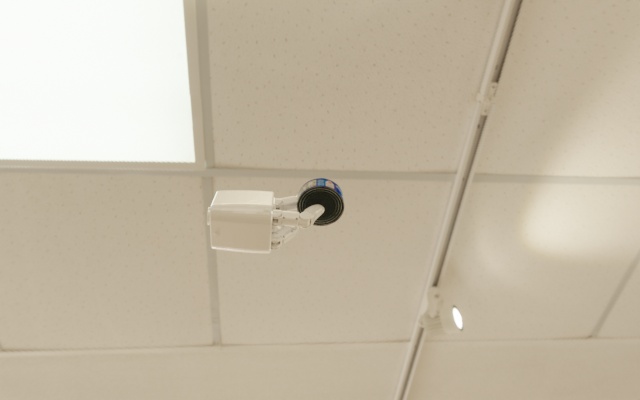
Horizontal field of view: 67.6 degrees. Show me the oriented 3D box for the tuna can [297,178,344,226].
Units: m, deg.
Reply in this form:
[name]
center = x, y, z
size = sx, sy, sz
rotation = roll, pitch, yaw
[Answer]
[tuna can]
center = 0.000, 0.003, 0.872
size = 0.086, 0.086, 0.033
rotation = 0, 33, 0
